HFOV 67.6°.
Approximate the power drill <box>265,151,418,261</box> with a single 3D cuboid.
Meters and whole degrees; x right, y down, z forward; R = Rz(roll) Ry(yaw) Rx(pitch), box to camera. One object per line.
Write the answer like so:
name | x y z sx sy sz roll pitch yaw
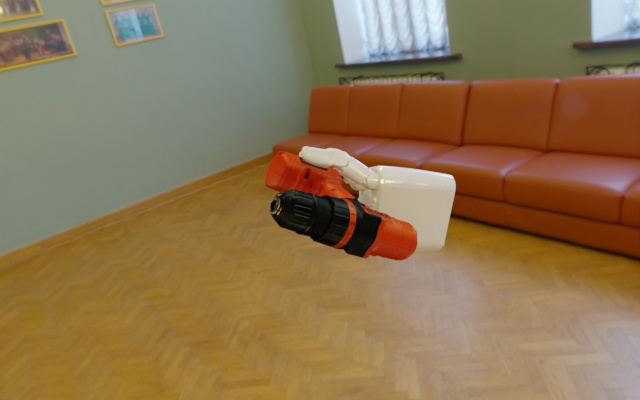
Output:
power drill | 0.000 0.002 0.562 0.184 0.057 0.187 19 14 -33
